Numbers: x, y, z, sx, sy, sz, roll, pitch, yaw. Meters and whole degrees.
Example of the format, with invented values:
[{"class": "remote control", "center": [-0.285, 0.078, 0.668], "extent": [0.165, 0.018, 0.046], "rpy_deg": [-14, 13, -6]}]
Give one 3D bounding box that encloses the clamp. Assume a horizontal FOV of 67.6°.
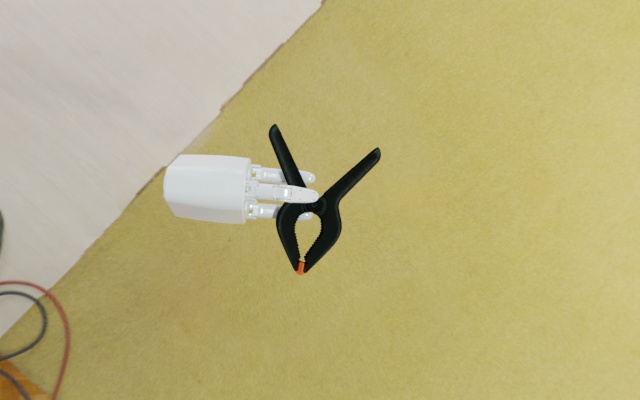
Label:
[{"class": "clamp", "center": [0.000, 0.003, 0.683], "extent": [0.164, 0.210, 0.036], "rpy_deg": [5, -1, -6]}]
